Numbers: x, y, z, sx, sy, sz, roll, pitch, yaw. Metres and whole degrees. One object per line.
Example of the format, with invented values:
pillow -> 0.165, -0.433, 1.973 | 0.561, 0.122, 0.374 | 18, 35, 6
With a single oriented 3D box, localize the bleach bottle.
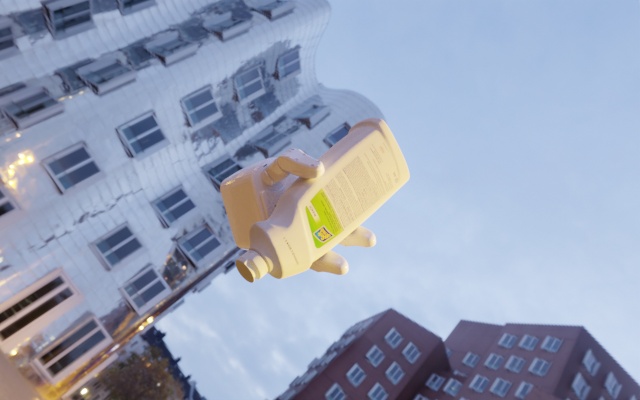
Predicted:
bleach bottle -> 0.000, 0.002, 0.559 | 0.250, 0.102, 0.068 | -38, 16, -33
